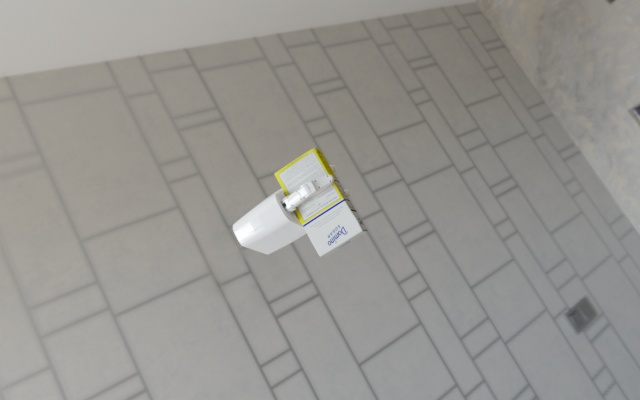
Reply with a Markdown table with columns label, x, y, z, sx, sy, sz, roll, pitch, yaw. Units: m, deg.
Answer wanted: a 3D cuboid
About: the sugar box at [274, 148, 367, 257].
| label | x | y | z | sx | sy | sz | roll | pitch | yaw |
| --- | --- | --- | --- | --- | --- | --- | --- | --- | --- |
| sugar box | 0.000 | 0.003 | 0.859 | 0.093 | 0.176 | 0.048 | -32 | -11 | 14 |
